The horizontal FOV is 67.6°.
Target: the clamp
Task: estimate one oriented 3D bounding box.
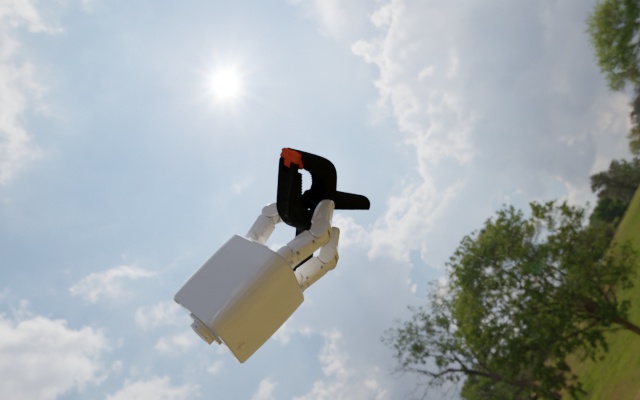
[{"bbox_3d":[-0.001,0.001,0.611,0.036,0.164,0.210,28,-29,33],"label":"clamp"}]
